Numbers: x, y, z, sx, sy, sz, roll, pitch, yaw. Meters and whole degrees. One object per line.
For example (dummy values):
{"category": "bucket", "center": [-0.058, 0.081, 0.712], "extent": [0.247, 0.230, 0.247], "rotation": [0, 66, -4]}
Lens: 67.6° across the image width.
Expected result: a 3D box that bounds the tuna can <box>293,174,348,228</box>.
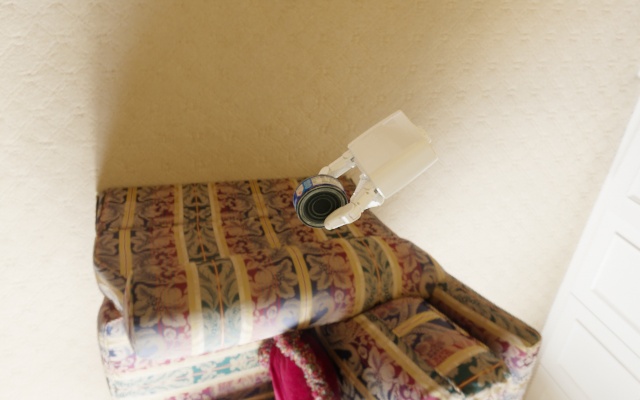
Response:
{"category": "tuna can", "center": [0.000, 0.003, 0.766], "extent": [0.086, 0.086, 0.033], "rotation": [0, 34, -14]}
